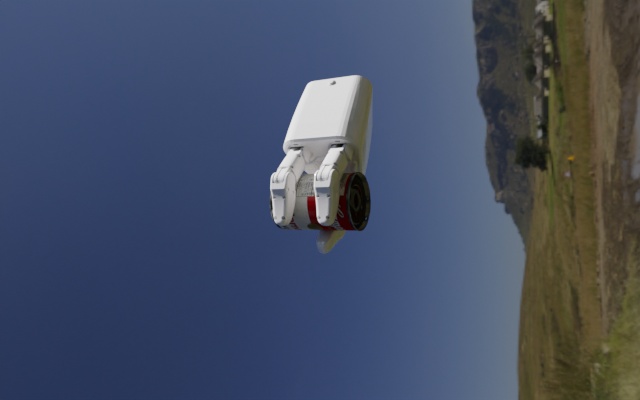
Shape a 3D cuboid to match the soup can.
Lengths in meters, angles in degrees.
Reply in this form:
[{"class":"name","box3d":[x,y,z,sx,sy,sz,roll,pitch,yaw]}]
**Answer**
[{"class":"soup can","box3d":[0.000,0.002,0.565,0.102,0.068,0.068,-1,-1,26]}]
